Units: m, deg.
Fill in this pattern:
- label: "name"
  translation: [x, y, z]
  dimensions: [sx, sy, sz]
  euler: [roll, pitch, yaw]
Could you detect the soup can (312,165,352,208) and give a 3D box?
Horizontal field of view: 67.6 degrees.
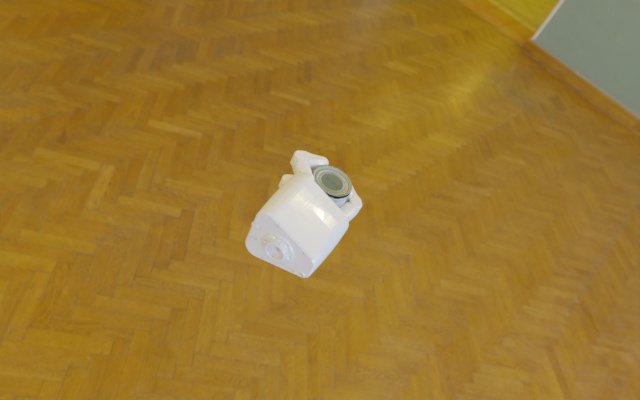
- label: "soup can"
  translation: [0.001, 0.002, 0.758]
  dimensions: [0.068, 0.068, 0.102]
  euler: [0, -40, -28]
